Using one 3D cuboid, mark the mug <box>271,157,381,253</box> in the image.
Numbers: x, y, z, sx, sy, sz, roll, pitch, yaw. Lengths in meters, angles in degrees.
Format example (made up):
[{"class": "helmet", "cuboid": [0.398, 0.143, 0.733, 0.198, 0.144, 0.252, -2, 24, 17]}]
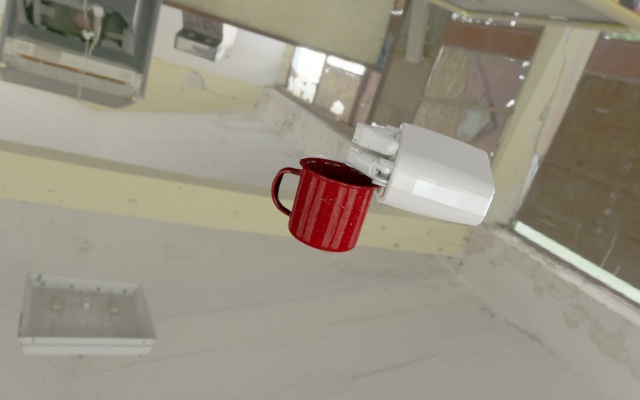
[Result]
[{"class": "mug", "cuboid": [-0.001, 0.002, 0.534, 0.117, 0.081, 0.093, 18, 17, 4]}]
